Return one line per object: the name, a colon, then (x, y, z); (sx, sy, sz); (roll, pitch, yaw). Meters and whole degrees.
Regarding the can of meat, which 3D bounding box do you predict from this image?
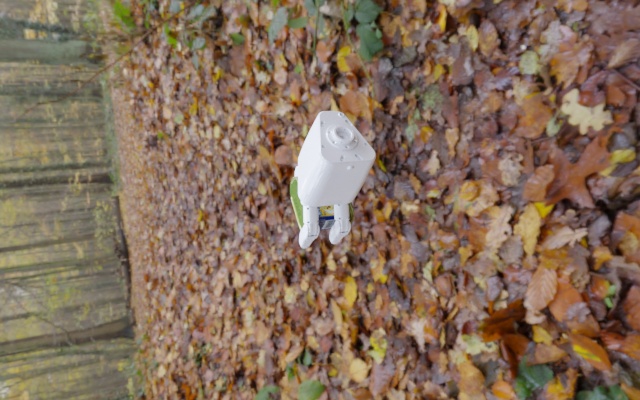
can of meat: (0.000, 0.003, 0.825); (0.084, 0.102, 0.057); (-6, -29, -24)
